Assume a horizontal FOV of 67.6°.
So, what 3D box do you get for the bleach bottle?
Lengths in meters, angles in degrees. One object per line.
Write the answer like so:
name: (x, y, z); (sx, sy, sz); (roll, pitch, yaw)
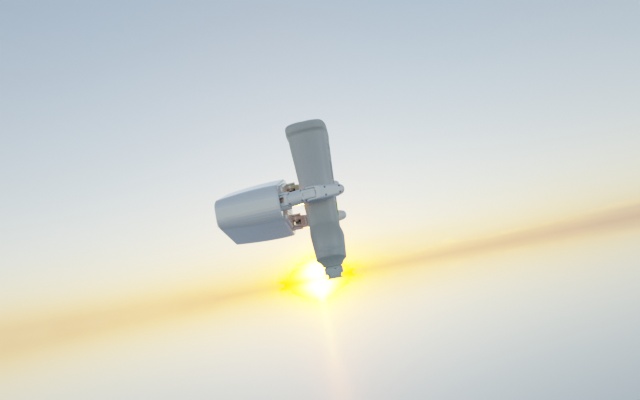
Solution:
bleach bottle: (0.000, 0.003, 0.779); (0.068, 0.250, 0.102); (-12, -9, 5)
